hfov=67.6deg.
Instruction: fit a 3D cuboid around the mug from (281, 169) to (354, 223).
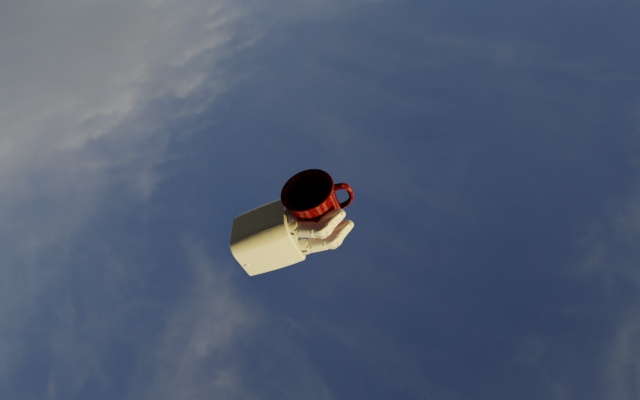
[{"bbox_3d":[0.002,0.002,0.821,0.117,0.093,0.082,-19,-43,7],"label":"mug"}]
